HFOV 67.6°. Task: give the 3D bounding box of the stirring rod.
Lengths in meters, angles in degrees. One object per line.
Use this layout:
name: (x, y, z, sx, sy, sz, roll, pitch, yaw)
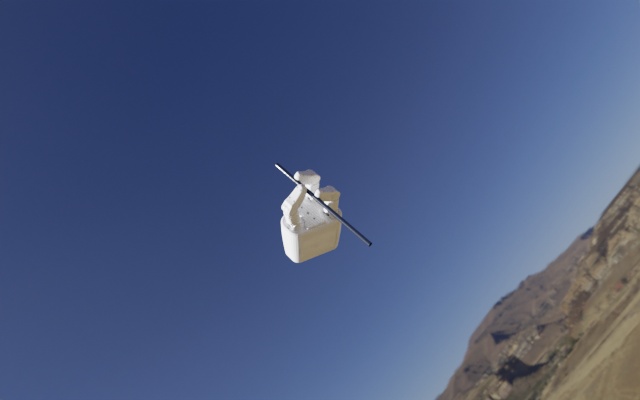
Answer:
stirring rod: (0.000, 0.003, 0.833, 0.239, 0.011, 0.011, 40, 21, 27)
